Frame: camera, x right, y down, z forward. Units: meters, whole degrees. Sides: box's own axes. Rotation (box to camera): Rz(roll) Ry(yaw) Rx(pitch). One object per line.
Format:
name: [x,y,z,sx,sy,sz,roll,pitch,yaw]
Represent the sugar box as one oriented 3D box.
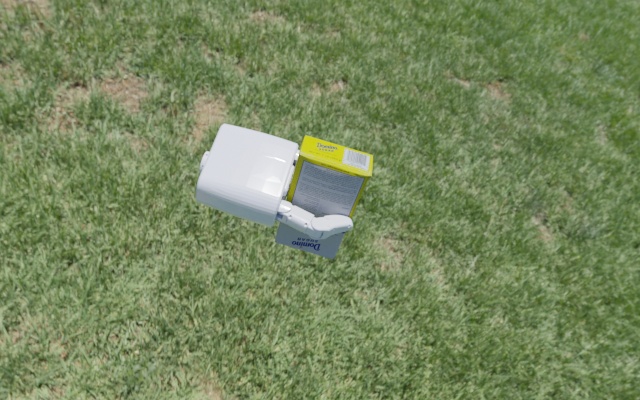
sugar box: [0.000,0.002,0.646,0.093,0.048,0.176,17,-43,-4]
